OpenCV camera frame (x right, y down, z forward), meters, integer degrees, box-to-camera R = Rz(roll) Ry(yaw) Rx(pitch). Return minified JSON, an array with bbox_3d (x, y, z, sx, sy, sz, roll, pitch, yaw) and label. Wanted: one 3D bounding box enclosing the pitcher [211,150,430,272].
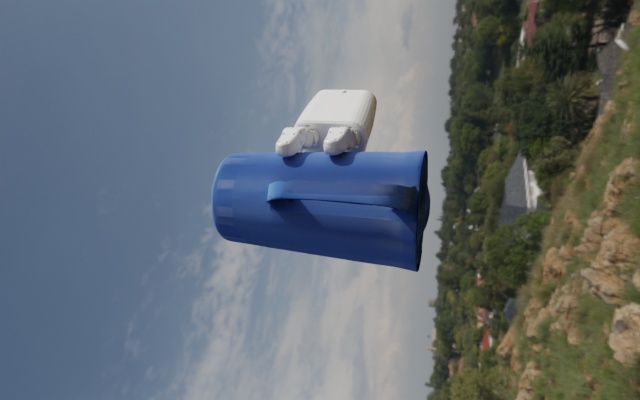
[{"bbox_3d":[0.000,0.002,0.545,0.243,0.149,0.145,4,39,15],"label":"pitcher"}]
